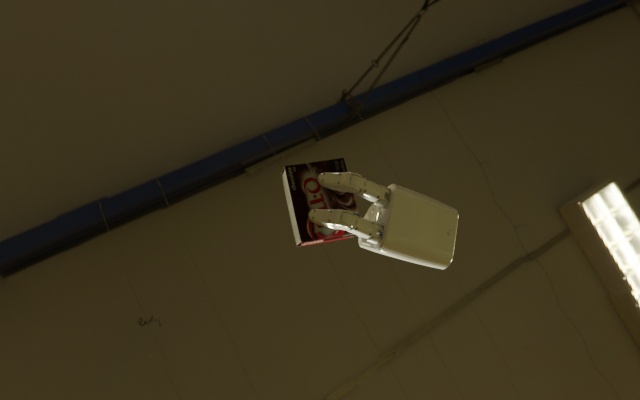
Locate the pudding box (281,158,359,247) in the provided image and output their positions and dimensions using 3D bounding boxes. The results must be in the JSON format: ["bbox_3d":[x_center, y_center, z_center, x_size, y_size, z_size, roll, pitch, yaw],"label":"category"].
[{"bbox_3d":[0.000,0.002,0.670,0.090,0.113,0.039,-9,-15,-19],"label":"pudding box"}]
